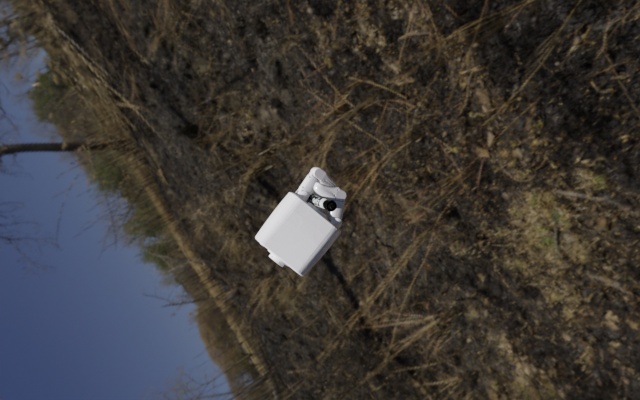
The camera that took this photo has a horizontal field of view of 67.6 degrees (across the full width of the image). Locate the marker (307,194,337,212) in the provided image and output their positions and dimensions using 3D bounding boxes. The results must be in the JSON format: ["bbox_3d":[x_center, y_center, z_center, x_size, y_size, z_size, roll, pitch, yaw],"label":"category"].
[{"bbox_3d":[0.000,0.003,0.818,0.020,0.020,0.121,0,7,-19],"label":"marker"}]
